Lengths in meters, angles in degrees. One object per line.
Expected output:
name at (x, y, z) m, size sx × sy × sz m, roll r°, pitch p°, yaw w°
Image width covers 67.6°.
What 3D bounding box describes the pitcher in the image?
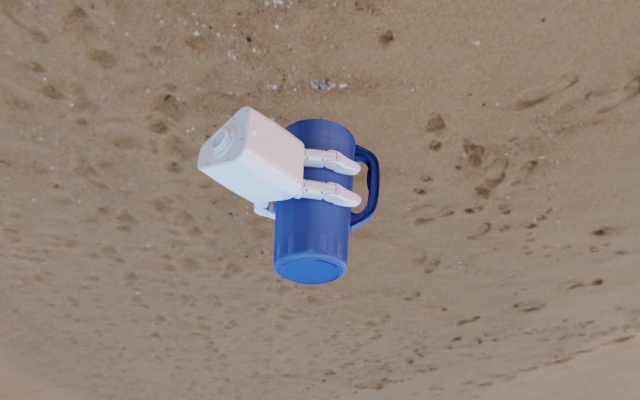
pitcher at (0.000, 0.002, 0.751) m, size 0.149 × 0.242 × 0.145 m, roll -22°, pitch -39°, yaw 33°
